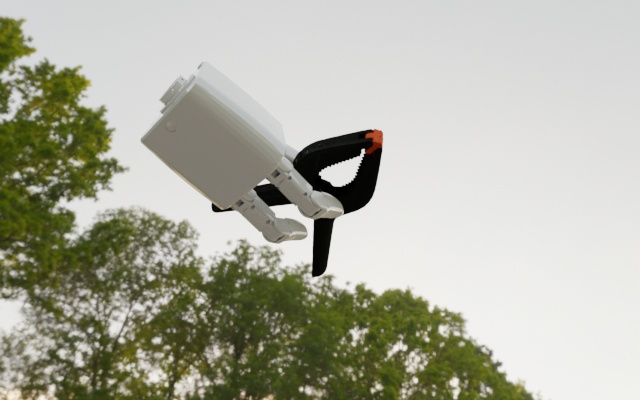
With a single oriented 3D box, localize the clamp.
[{"bbox_3d":[0.000,0.001,0.535,0.210,0.036,0.164,-35,-64,30],"label":"clamp"}]
